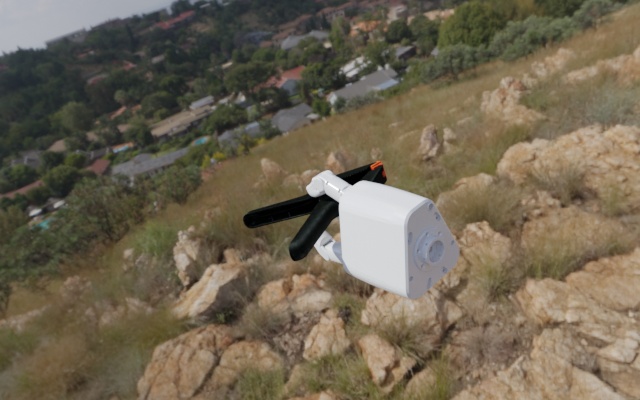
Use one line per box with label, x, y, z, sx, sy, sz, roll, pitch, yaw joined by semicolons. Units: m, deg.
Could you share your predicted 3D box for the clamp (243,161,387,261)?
clamp;0.000;0.001;0.662;0.210;0.036;0.164;-33;28;-27
